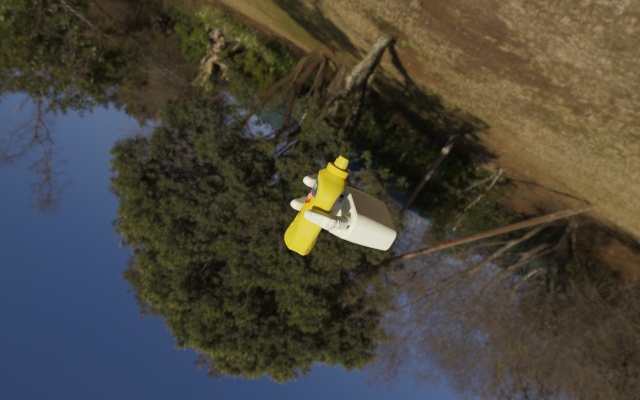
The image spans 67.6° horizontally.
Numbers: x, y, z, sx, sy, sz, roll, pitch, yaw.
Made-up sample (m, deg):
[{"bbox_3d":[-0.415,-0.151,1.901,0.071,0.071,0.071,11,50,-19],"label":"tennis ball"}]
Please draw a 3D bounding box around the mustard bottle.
[{"bbox_3d":[0.000,0.003,0.889,0.058,0.192,0.096,28,16,-5],"label":"mustard bottle"}]
